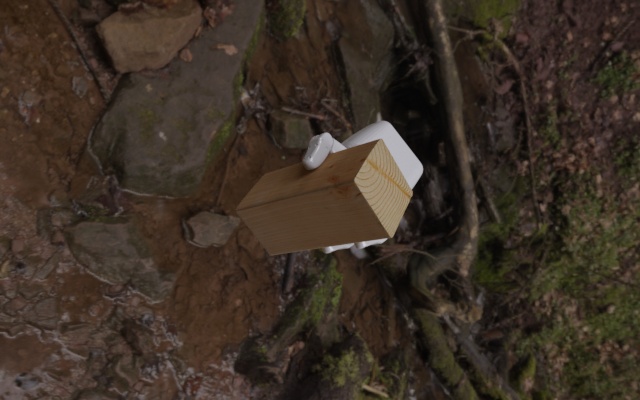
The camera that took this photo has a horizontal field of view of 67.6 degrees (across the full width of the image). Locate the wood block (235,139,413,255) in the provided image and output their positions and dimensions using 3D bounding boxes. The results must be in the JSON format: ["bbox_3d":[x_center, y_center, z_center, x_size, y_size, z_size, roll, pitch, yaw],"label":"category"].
[{"bbox_3d":[0.000,0.002,0.626,0.206,0.091,0.090,-13,31,40],"label":"wood block"}]
